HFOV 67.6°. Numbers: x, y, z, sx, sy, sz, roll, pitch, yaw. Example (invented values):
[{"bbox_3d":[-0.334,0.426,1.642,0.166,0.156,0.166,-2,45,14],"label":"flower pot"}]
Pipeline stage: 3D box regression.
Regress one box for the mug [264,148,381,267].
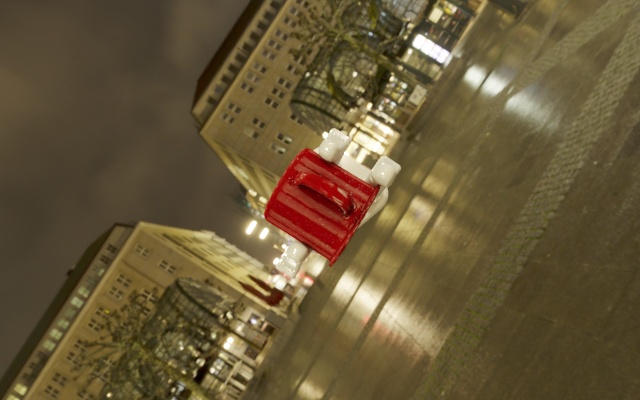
[{"bbox_3d":[0.000,0.001,0.446,0.081,0.093,0.117,31,-10,2],"label":"mug"}]
